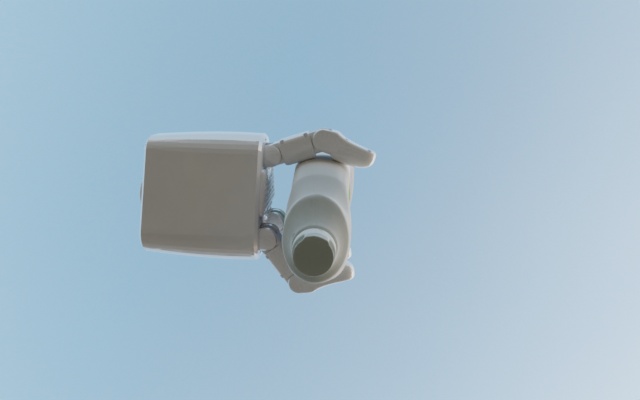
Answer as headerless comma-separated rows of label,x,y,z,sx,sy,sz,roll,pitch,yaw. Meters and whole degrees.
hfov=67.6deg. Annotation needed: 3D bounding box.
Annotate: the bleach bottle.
bleach bottle,0.000,0.002,0.438,0.068,0.102,0.250,2,13,2
